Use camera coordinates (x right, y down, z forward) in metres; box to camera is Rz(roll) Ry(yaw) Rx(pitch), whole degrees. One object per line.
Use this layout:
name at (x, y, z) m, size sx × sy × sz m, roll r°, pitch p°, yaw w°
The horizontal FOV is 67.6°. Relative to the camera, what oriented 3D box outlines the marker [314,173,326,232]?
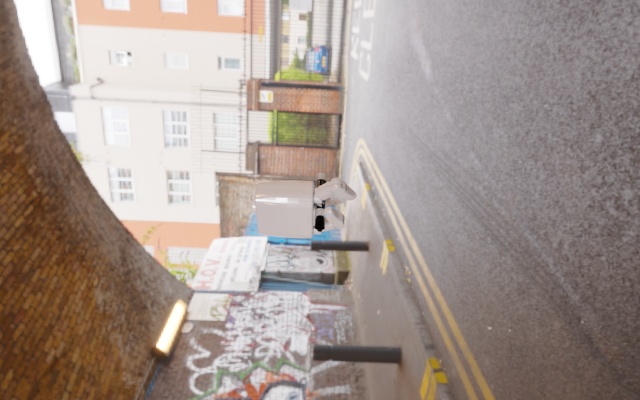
marker at (0.000, 0.003, 0.879) m, size 0.020 × 0.121 × 0.020 m, roll 1°, pitch -32°, yaw 1°
